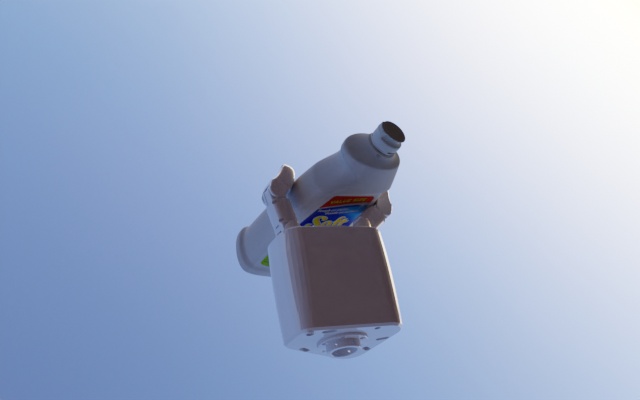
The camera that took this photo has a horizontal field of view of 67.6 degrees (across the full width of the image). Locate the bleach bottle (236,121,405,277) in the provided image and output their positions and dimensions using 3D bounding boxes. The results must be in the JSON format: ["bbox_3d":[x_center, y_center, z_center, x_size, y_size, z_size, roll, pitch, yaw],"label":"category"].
[{"bbox_3d":[0.000,0.002,0.543,0.102,0.068,0.251,12,-42,-31],"label":"bleach bottle"}]
